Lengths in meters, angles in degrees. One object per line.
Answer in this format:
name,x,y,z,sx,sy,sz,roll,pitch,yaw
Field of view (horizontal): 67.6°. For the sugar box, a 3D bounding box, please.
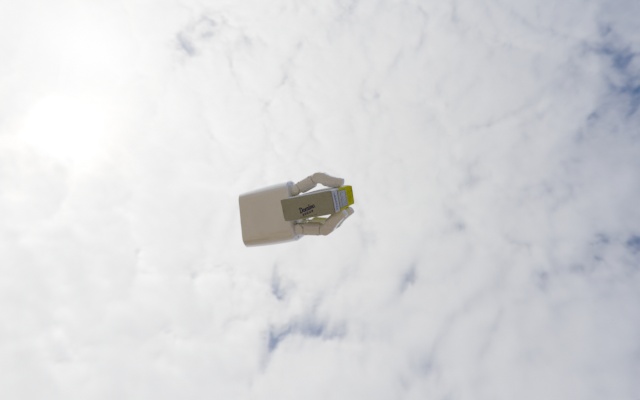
sugar box,0.000,0.003,0.874,0.093,0.048,0.176,-10,5,16
